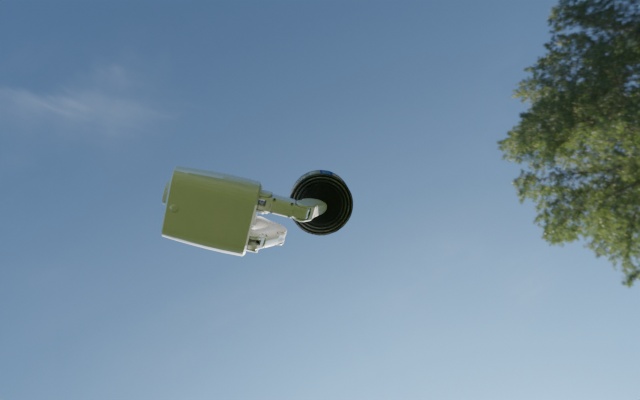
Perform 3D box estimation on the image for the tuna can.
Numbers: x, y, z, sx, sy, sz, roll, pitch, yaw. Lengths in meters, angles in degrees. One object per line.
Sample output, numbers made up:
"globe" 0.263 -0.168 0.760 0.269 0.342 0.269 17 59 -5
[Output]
"tuna can" 0.000 0.002 0.652 0.086 0.086 0.033 0 15 -3
